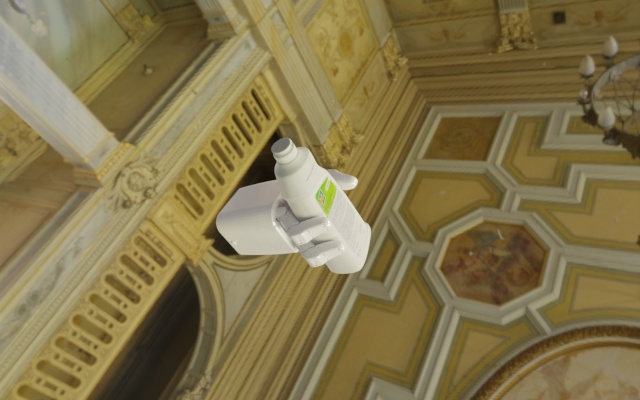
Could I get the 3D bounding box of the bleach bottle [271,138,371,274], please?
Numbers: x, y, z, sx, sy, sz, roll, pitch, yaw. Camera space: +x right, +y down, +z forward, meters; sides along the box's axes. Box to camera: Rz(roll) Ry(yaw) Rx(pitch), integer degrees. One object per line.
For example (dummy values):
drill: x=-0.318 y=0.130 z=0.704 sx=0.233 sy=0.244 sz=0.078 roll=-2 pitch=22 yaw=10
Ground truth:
bleach bottle: x=0.000 y=0.002 z=0.706 sx=0.068 sy=0.102 sz=0.251 roll=-7 pitch=-43 yaw=25
